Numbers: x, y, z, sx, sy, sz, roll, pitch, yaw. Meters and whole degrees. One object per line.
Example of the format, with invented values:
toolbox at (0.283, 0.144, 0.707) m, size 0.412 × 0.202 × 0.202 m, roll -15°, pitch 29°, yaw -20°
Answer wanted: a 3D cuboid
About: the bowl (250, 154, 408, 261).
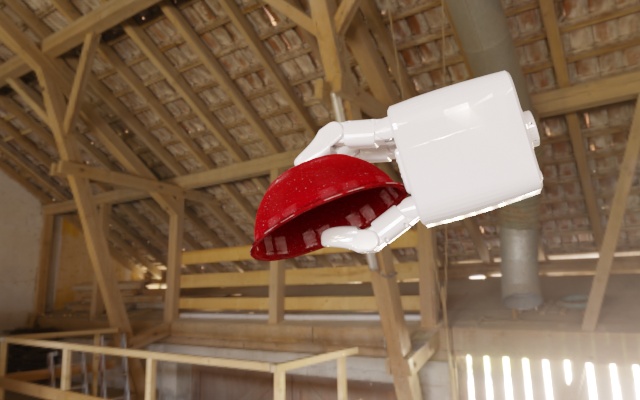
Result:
bowl at (-0.001, 0.002, 0.465) m, size 0.162 × 0.055 × 0.162 m, roll -21°, pitch -18°, yaw -7°
